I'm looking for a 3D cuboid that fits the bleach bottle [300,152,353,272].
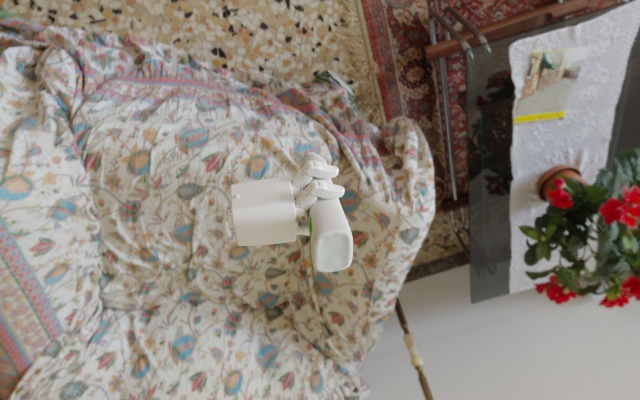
[{"bbox_3d":[0.000,0.003,0.864,0.068,0.103,0.250,-6,42,-7],"label":"bleach bottle"}]
